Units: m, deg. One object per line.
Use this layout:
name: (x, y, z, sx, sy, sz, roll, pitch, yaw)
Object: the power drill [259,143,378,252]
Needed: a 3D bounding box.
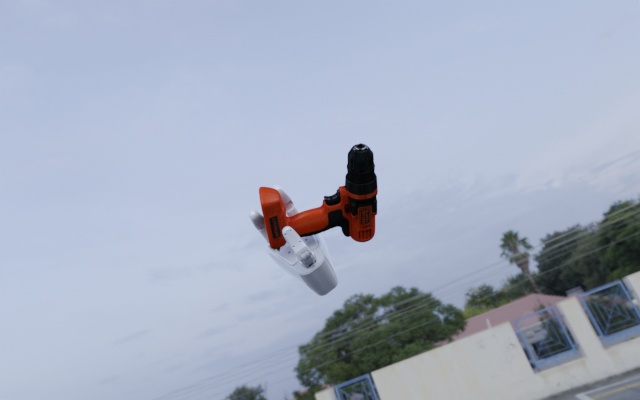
power drill: (0.000, 0.003, 0.761, 0.187, 0.185, 0.057, -9, 36, -4)
